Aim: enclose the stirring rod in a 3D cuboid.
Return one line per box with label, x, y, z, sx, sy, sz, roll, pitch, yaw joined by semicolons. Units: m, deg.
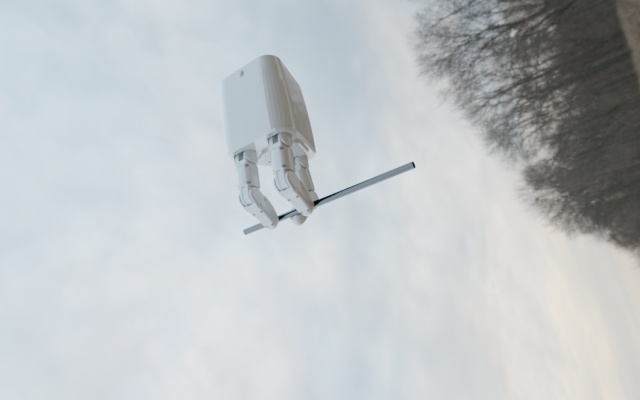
stirring rod;0.000;0.002;0.556;0.239;0.011;0.011;-22;-11;30
